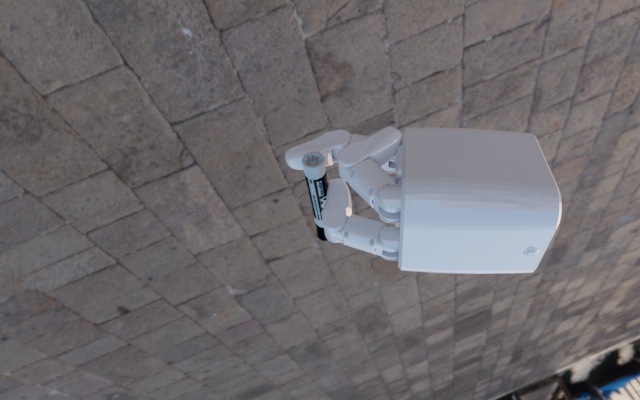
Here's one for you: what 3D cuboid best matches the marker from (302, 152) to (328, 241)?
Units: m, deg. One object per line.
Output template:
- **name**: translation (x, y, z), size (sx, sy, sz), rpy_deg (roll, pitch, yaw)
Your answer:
- **marker**: translation (0.000, 0.001, 0.443), size (0.020, 0.020, 0.121), rpy_deg (0, -36, 7)
